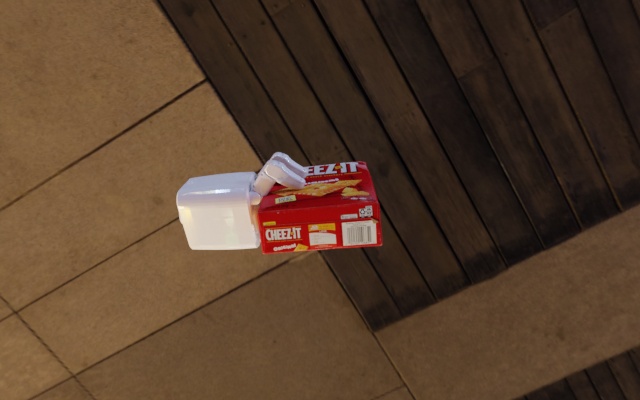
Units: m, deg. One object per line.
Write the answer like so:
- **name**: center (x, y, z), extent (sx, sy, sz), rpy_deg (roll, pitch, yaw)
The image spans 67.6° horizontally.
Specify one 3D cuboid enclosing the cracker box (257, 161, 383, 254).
- **cracker box**: center (0.000, 0.003, 0.726), extent (0.164, 0.072, 0.213), rpy_deg (-5, 19, 2)
